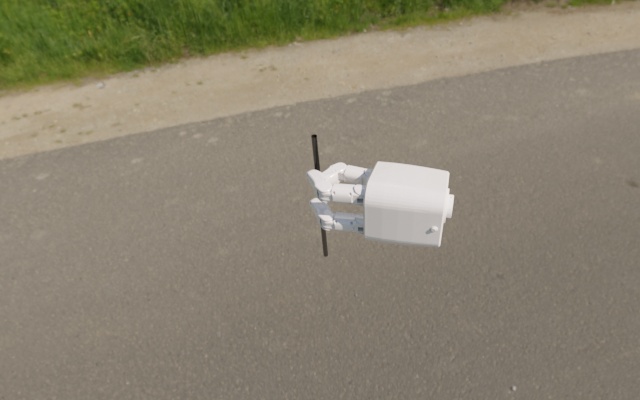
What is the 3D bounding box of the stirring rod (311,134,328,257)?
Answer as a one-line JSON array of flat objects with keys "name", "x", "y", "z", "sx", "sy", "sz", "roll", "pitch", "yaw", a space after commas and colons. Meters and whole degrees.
[{"name": "stirring rod", "x": 0.000, "y": 0.002, "z": 0.724, "sx": 0.011, "sy": 0.240, "sz": 0.011, "roll": -3, "pitch": 42, "yaw": 3}]
